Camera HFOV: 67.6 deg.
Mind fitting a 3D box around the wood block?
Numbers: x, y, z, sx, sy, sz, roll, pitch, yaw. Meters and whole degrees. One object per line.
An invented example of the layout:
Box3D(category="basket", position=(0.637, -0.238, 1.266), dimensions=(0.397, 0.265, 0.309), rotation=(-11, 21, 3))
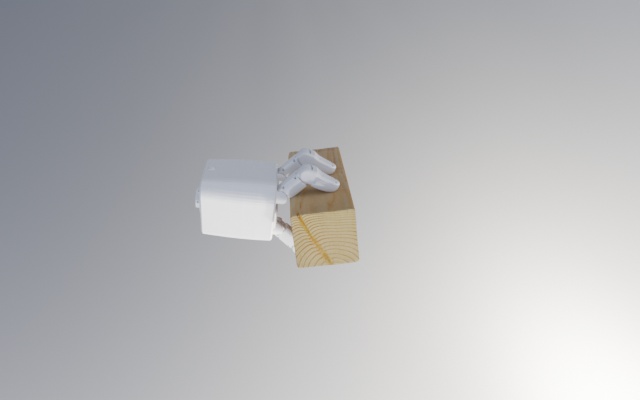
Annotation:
Box3D(category="wood block", position=(0.000, 0.003, 0.739), dimensions=(0.090, 0.091, 0.206), rotation=(-6, 30, -1))
